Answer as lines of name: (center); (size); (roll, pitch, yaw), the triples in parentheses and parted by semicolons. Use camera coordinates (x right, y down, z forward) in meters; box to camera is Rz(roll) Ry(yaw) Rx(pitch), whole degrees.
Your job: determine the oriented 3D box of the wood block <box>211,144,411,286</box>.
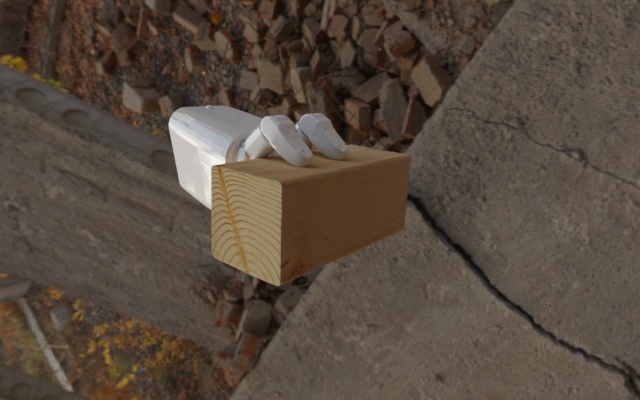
wood block: (0.000, 0.002, 0.482); (0.090, 0.091, 0.206); (15, 20, 37)
